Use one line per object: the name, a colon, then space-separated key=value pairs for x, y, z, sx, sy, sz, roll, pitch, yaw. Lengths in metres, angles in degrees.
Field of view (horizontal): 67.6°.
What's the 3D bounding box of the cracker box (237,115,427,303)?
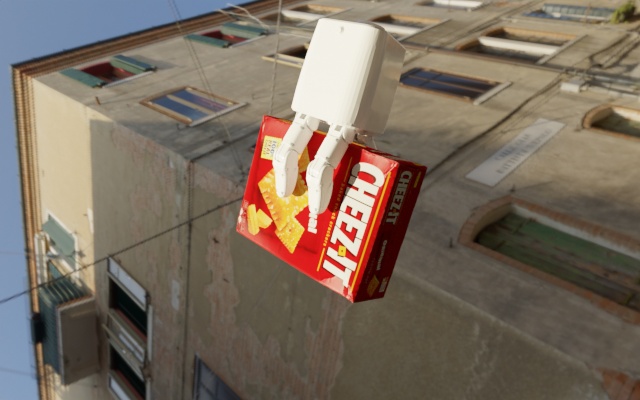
cracker box: x=0.000 y=0.002 z=0.583 sx=0.213 sy=0.164 sz=0.072 roll=25 pitch=15 yaw=38
